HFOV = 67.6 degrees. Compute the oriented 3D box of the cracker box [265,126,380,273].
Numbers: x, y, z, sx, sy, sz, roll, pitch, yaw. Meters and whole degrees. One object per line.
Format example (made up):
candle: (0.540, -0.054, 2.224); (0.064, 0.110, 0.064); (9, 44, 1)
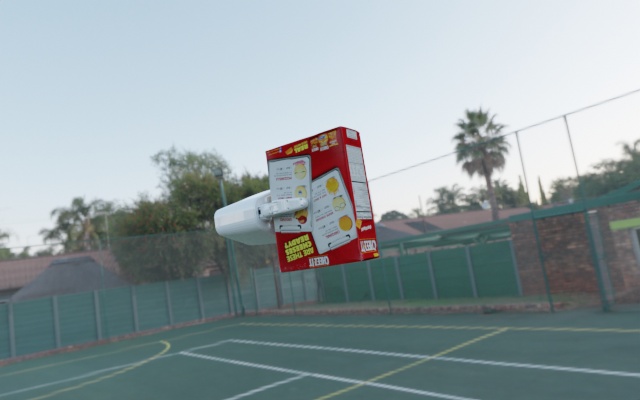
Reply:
cracker box: (0.000, 0.002, 0.796); (0.164, 0.213, 0.072); (-13, -8, 35)
